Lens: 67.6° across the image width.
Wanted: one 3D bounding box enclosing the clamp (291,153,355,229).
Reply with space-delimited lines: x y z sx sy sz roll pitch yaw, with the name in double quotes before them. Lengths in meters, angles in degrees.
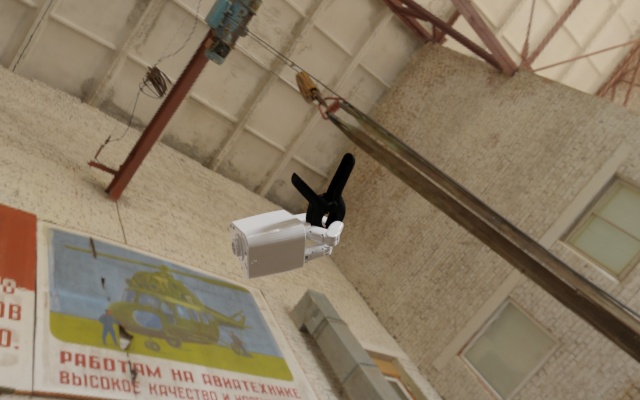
"clamp" 0.000 0.003 0.835 0.120 0.172 0.039 -11 34 -24
